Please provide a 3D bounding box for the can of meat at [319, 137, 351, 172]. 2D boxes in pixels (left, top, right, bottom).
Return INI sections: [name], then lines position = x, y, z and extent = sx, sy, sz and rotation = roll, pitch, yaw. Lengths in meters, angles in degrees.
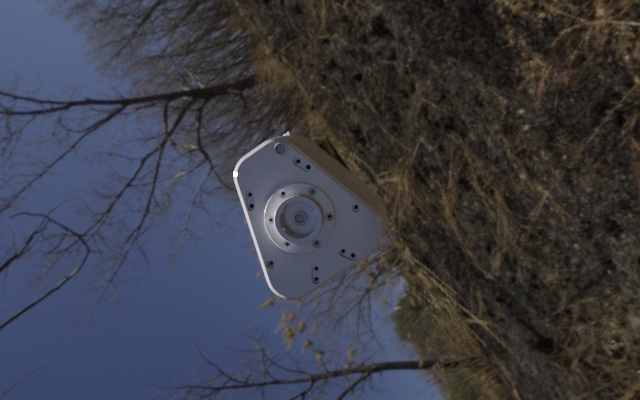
[can of meat]
position = 0.000, 0.002, 0.485
extent = 0.084, 0.102, 0.057
rotation = -34, 6, 7
